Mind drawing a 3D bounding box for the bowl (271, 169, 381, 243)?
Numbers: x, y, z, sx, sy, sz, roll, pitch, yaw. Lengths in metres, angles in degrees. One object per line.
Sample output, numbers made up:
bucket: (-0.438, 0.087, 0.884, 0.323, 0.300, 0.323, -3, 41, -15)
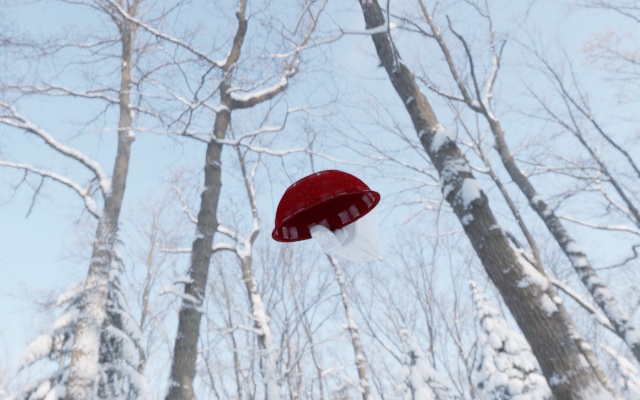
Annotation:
bowl: (0.000, 0.001, 0.669, 0.162, 0.055, 0.162, -19, -18, -6)
